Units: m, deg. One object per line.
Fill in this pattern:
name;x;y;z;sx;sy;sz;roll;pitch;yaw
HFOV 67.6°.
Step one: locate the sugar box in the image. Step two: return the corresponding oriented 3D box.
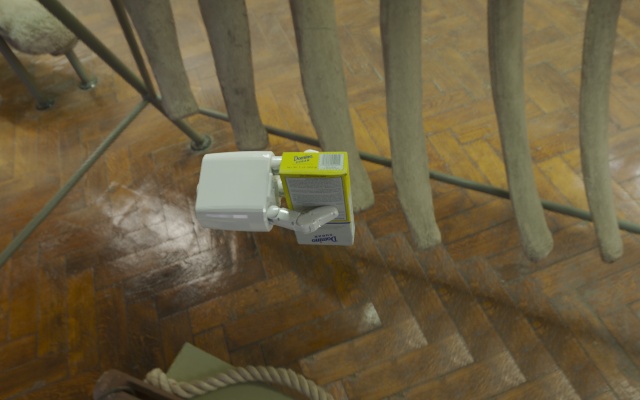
sugar box;0.000;0.002;0.711;0.093;0.048;0.176;1;-36;8
